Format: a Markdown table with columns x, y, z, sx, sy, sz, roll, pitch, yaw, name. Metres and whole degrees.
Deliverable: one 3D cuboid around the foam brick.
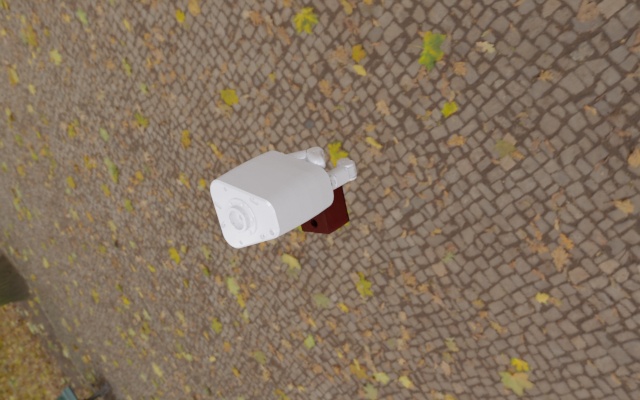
| x | y | z | sx | sy | sz | roll | pitch | yaw | name |
| --- | --- | --- | --- | --- | --- | --- | --- | --- | --- |
| 0.000 | 0.002 | 0.674 | 0.053 | 0.078 | 0.051 | 3 | 24 | 38 | foam brick |
